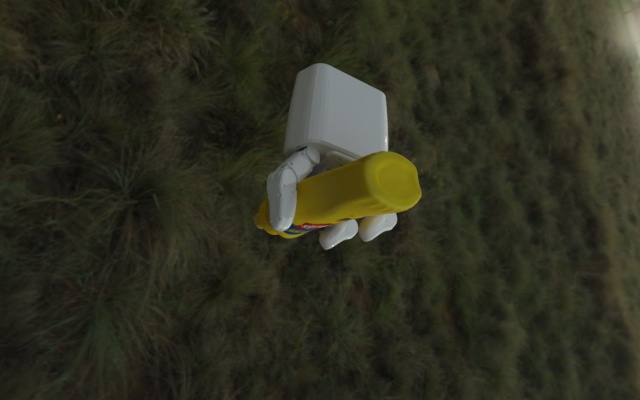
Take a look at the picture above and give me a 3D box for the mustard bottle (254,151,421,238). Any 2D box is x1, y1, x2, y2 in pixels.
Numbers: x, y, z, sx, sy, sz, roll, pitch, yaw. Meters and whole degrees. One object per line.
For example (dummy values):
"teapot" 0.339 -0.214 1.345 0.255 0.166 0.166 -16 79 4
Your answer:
"mustard bottle" 0.000 0.002 0.499 0.191 0.058 0.096 -16 -8 38
